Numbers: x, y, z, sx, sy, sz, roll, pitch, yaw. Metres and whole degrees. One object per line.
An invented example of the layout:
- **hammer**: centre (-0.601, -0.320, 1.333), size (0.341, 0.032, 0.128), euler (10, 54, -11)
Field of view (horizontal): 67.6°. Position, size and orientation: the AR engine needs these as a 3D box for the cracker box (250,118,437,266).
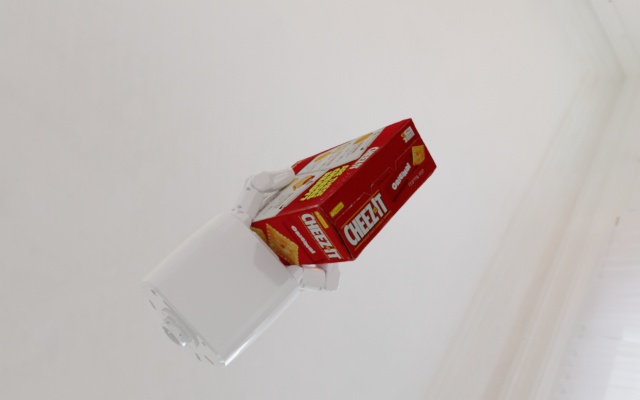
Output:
- **cracker box**: centre (0.000, 0.002, 0.539), size (0.164, 0.072, 0.214), euler (-44, 18, -34)
